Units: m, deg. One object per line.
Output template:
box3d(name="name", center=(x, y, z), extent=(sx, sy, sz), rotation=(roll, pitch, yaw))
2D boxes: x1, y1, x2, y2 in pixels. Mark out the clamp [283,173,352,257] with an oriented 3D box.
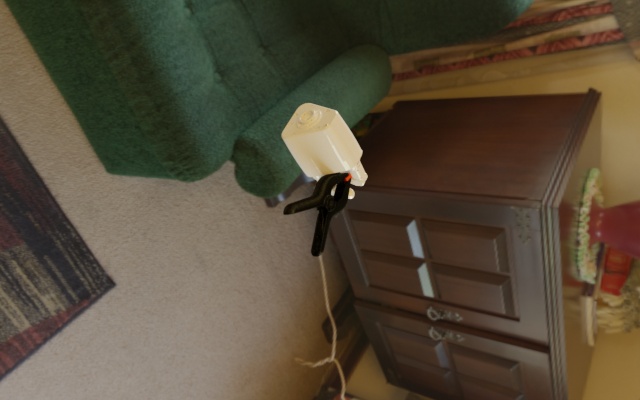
box3d(name="clamp", center=(0.001, 0.003, 0.872), extent=(0.039, 0.171, 0.120), rotation=(5, -35, 37))
